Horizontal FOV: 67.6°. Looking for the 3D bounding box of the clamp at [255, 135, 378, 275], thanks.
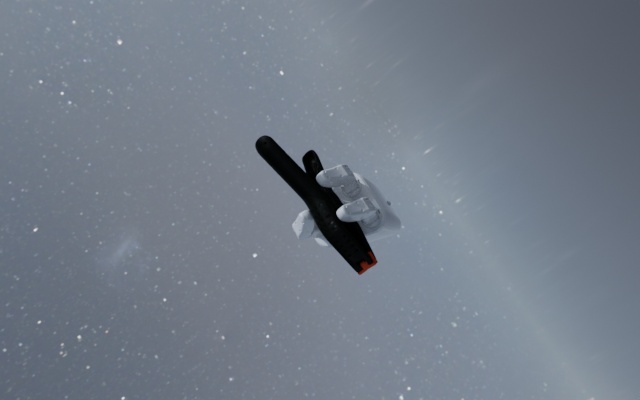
[{"bbox_3d":[0.000,0.003,0.626,0.036,0.210,0.164,-38,-20,17],"label":"clamp"}]
